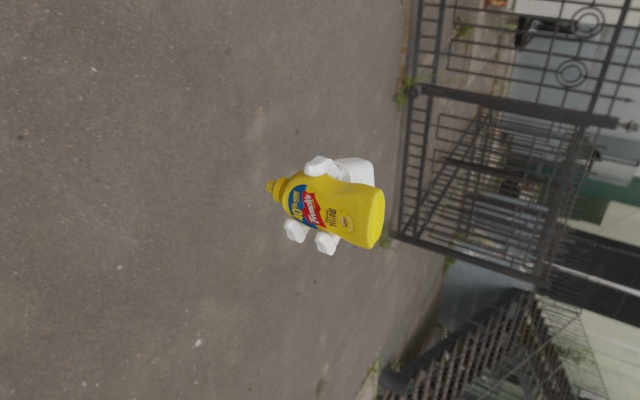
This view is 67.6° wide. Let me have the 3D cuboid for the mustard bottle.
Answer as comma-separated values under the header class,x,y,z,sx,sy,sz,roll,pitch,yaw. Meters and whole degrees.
class,x,y,z,sx,sy,sz,roll,pitch,yaw
mustard bottle,0.000,0.003,0.728,0.191,0.096,0.058,18,42,24
